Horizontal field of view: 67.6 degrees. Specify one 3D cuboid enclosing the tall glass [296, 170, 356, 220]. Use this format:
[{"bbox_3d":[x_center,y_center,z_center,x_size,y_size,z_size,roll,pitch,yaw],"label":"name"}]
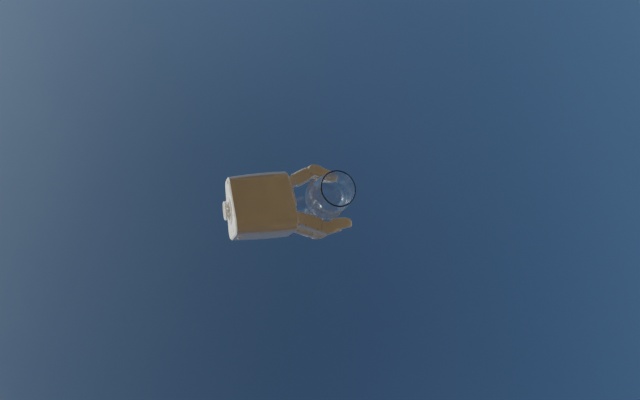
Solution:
[{"bbox_3d":[0.000,0.003,0.870,0.079,0.079,0.201,0,-13,-18],"label":"tall glass"}]
